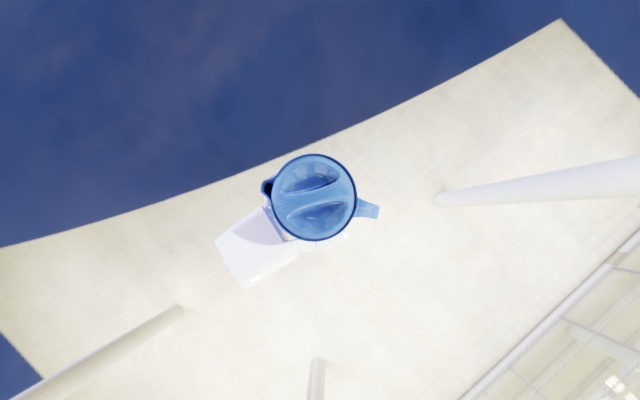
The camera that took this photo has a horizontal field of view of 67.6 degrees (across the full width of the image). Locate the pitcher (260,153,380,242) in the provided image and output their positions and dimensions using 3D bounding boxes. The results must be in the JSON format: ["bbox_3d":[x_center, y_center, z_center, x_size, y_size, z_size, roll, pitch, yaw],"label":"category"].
[{"bbox_3d":[0.000,0.003,0.828,0.145,0.149,0.243,-34,-2,-1],"label":"pitcher"}]
